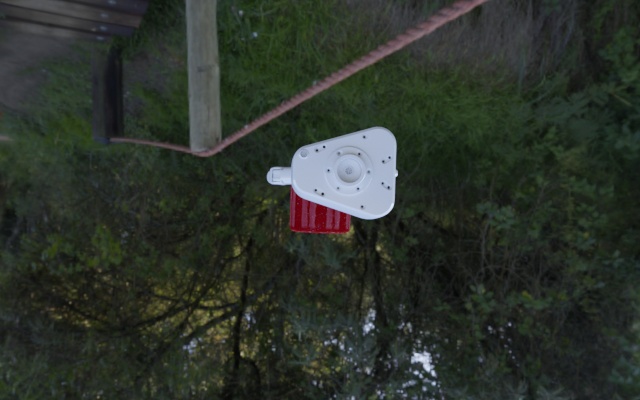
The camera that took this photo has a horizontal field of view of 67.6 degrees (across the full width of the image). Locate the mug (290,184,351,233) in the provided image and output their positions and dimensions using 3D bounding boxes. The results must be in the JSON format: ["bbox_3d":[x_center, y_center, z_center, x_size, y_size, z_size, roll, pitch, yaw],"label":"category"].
[{"bbox_3d":[0.000,0.002,0.658,0.093,0.081,0.117,2,-1,-1],"label":"mug"}]
